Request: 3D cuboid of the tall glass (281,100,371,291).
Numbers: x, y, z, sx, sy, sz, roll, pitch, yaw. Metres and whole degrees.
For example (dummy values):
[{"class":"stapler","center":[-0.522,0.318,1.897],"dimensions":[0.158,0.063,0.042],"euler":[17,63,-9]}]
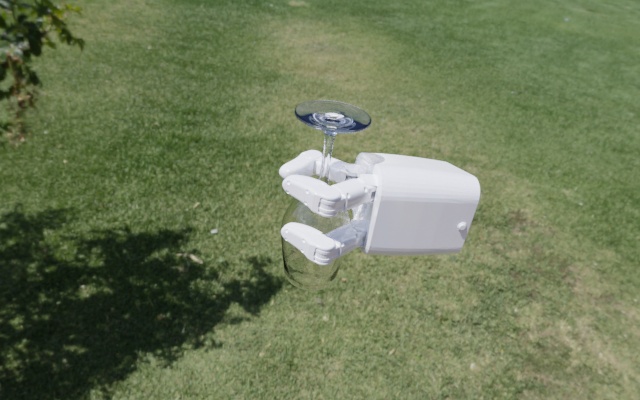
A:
[{"class":"tall glass","center":[0.000,0.001,0.507],"dimensions":[0.079,0.201,0.079],"euler":[6,32,-4]}]
